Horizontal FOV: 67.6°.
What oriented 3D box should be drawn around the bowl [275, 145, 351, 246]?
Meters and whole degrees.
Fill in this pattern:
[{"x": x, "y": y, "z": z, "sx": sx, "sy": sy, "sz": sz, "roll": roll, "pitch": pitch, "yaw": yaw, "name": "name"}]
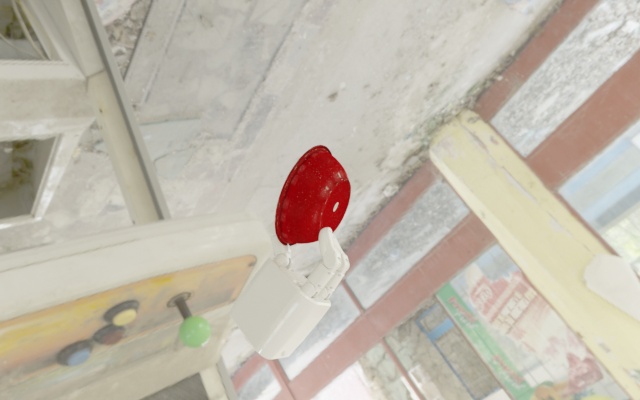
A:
[{"x": 0.001, "y": 0.001, "z": 0.709, "sx": 0.055, "sy": 0.162, "sz": 0.162, "roll": 22, "pitch": 9, "yaw": 23, "name": "bowl"}]
